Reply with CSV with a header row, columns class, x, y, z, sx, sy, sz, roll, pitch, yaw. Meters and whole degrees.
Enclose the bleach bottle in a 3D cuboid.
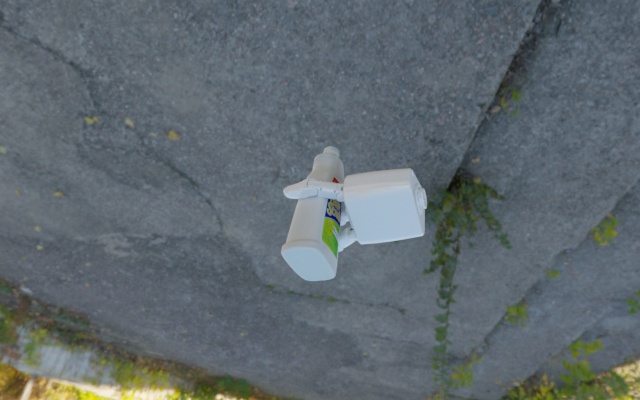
class,x,y,z,sx,sy,sz,roll,pitch,yaw
bleach bottle,0.000,0.003,0.801,0.068,0.250,0.103,-8,-41,22
